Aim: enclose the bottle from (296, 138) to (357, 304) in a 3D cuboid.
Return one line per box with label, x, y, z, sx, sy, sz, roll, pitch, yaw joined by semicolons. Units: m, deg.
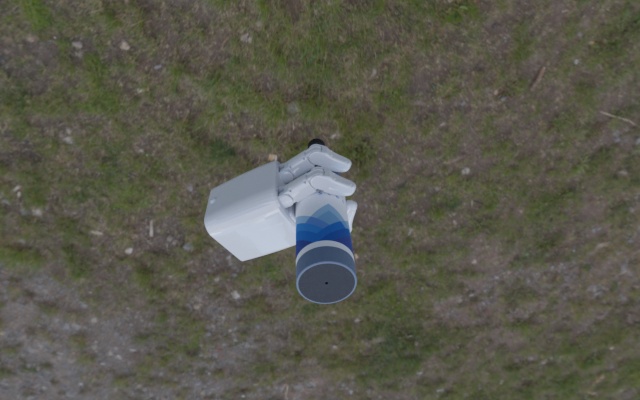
bottle;0.000;0.002;0.635;0.069;0.069;0.295;0;37;-3
